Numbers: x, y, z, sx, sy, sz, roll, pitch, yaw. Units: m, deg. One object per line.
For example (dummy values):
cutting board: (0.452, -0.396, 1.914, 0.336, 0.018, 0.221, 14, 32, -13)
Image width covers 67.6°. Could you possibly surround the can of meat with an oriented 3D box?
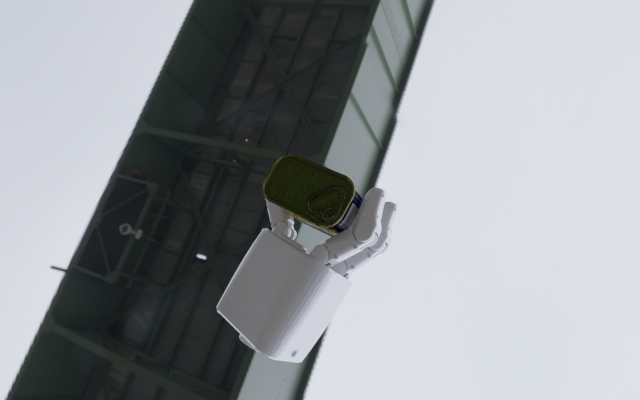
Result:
can of meat: (0.000, 0.002, 0.520, 0.102, 0.057, 0.084, 25, -9, 28)
